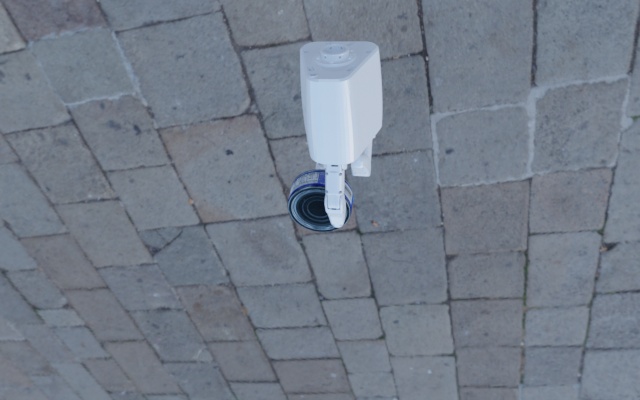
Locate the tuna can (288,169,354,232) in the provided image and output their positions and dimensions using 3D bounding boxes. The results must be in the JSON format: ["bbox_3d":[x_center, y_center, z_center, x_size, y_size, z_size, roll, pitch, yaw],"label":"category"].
[{"bbox_3d":[0.000,0.003,0.632,0.086,0.086,0.033,0,43,10],"label":"tuna can"}]
